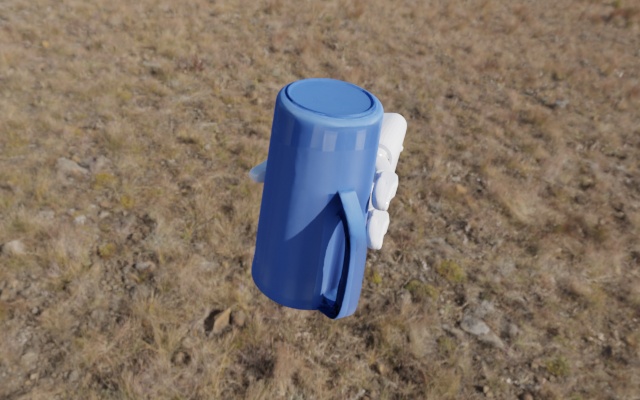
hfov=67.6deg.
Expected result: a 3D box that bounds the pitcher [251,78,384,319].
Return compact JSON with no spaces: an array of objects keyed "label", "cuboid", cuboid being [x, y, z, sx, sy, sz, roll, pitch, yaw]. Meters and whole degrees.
[{"label":"pitcher","cuboid":[0.000,0.002,0.529,0.149,0.243,0.145,18,36,13]}]
